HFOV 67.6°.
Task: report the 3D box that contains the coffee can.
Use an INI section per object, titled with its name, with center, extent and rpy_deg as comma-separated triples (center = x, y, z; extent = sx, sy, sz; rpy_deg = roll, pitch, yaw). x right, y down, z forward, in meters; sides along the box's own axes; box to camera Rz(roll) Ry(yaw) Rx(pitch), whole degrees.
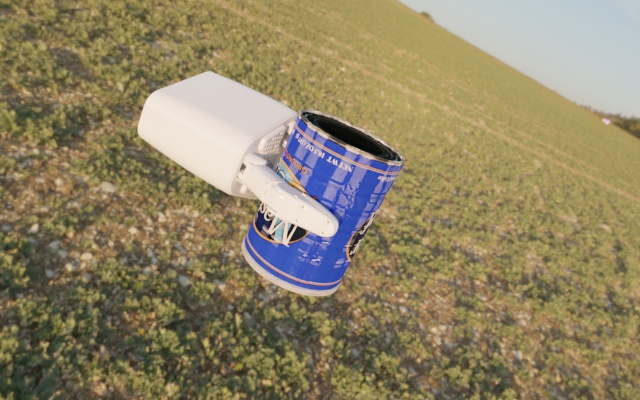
[coffee can]
center = 0.000, 0.002, 0.441
extent = 0.103, 0.140, 0.102
rpy_deg = 23, 19, -8
